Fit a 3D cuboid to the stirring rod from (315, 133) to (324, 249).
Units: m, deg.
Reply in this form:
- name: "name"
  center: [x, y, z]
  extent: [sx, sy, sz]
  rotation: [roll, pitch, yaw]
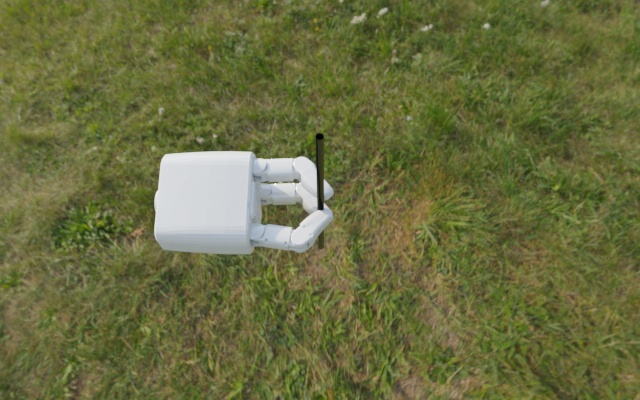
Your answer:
- name: "stirring rod"
  center: [0.000, 0.002, 0.541]
  extent: [0.011, 0.011, 0.240]
  rotation: [0, -30, 0]
